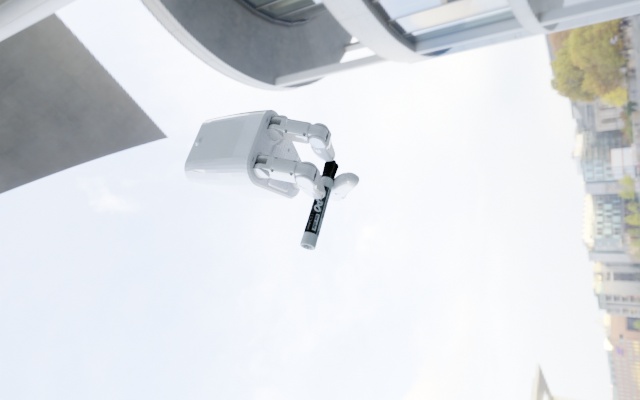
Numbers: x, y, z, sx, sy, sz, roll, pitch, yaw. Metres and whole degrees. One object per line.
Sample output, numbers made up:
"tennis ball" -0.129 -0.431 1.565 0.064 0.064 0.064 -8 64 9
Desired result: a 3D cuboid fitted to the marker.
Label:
"marker" 0.000 0.002 0.579 0.020 0.121 0.020 13 -25 6
